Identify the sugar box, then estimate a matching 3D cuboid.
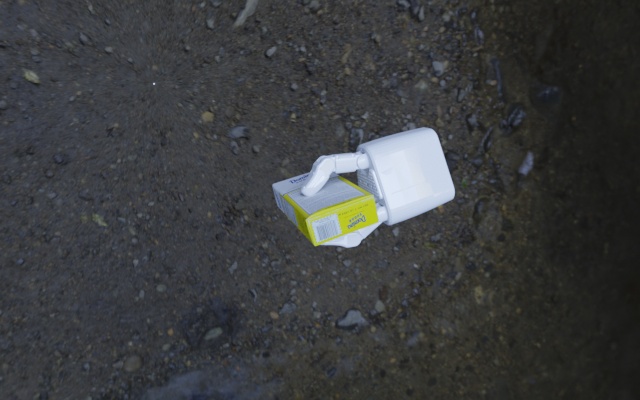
[{"bbox_3d":[0.000,0.003,0.666,0.093,0.048,0.176,-19,18,-14],"label":"sugar box"}]
